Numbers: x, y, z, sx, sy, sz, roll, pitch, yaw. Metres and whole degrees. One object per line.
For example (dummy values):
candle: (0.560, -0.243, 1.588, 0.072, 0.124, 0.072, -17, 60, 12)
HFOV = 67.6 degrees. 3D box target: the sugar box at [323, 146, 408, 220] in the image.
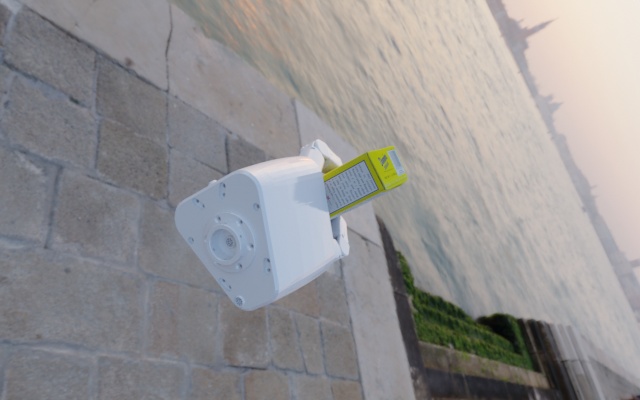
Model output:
sugar box: (0.000, 0.001, 0.512, 0.176, 0.048, 0.093, -25, -2, 26)
